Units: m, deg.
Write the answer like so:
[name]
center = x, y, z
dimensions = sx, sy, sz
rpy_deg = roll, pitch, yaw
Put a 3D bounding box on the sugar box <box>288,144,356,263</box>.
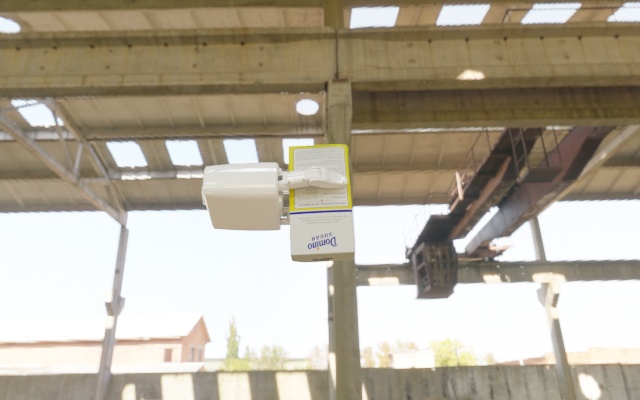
[sugar box]
center = 0.000, 0.002, 0.710
dimensions = 0.093, 0.176, 0.048
rpy_deg = -2, -22, 0
